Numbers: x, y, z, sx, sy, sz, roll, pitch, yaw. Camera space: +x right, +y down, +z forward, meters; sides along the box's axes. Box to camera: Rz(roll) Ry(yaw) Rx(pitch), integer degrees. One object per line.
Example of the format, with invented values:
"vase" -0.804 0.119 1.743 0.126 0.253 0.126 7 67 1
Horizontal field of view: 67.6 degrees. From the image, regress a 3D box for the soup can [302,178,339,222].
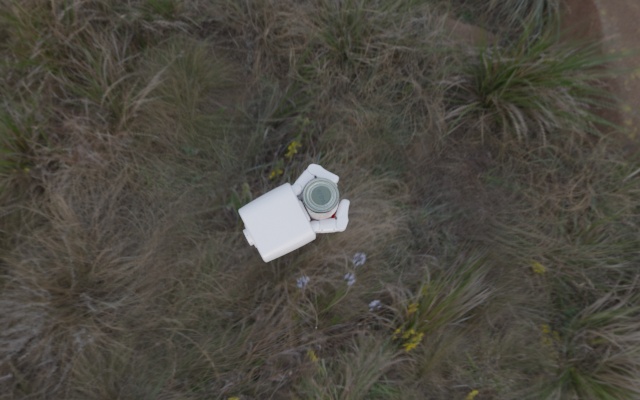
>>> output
"soup can" 0.001 0.003 0.891 0.068 0.068 0.102 0 -15 0
